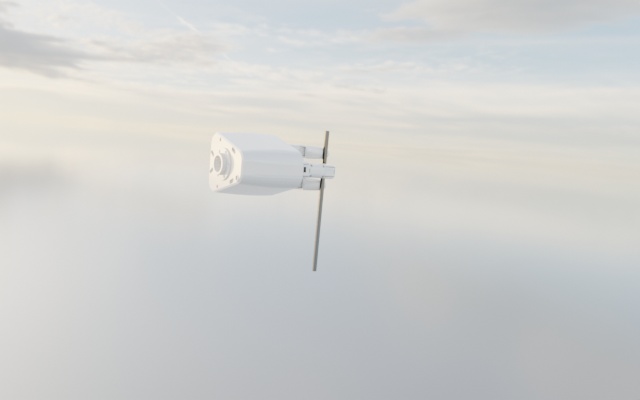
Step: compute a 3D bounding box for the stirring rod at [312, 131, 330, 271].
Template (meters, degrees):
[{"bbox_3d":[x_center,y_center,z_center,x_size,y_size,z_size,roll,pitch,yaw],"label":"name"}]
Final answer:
[{"bbox_3d":[0.000,0.003,0.812,0.011,0.239,0.011,5,7,-1],"label":"stirring rod"}]
